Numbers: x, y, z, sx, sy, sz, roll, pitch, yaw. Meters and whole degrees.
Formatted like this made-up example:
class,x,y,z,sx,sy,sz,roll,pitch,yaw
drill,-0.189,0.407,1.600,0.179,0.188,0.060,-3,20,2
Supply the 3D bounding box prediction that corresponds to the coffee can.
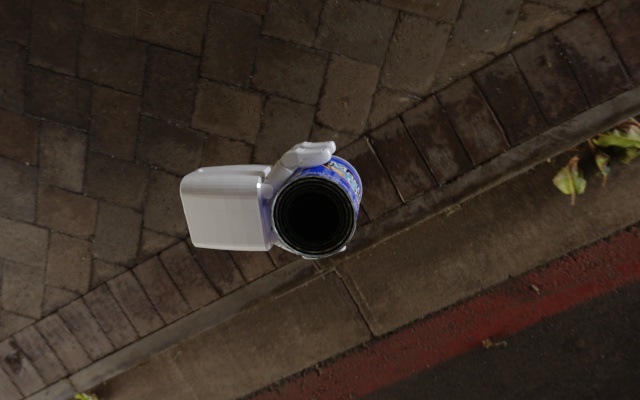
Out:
class,x,y,z,sx,sy,sz,roll,pitch,yaw
coffee can,0.000,0.002,0.624,0.103,0.103,0.140,0,15,7
